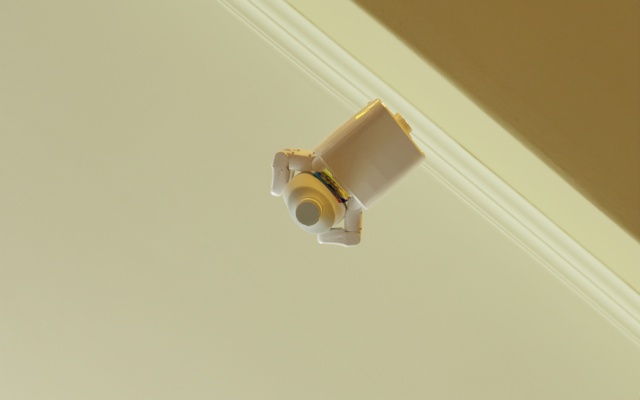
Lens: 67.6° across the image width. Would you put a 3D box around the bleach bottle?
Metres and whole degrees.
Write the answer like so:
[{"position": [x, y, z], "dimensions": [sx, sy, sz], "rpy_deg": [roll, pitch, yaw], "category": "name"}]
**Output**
[{"position": [0.000, 0.002, 0.662], "dimensions": [0.068, 0.102, 0.251], "rpy_deg": [-40, 4, 9], "category": "bleach bottle"}]
